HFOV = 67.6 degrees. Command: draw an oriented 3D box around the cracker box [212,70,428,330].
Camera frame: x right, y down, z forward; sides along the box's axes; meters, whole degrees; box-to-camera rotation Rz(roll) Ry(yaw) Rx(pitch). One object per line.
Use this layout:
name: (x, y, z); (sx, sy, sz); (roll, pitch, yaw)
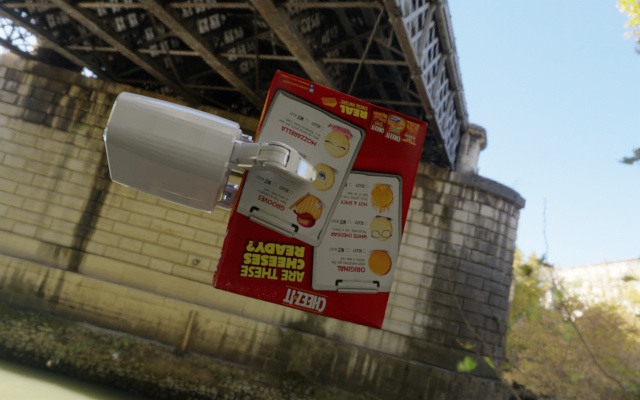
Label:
cracker box: (0.000, 0.001, 0.479); (0.164, 0.213, 0.072); (17, -11, -11)
